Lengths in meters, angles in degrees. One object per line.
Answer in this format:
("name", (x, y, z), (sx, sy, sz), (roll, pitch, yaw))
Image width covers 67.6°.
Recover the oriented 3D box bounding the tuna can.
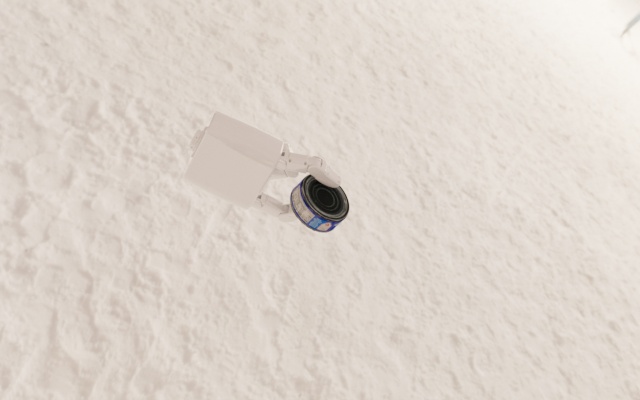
("tuna can", (0.000, 0.002, 0.699), (0.086, 0.086, 0.034), (0, -32, -40))
